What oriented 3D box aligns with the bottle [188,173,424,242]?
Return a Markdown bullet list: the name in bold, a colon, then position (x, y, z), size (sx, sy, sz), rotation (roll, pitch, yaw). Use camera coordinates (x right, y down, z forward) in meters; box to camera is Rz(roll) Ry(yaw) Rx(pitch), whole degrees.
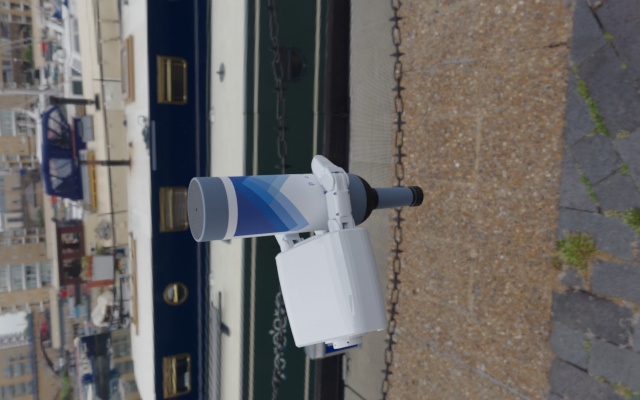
- **bottle**: position (0.000, 0.002, 0.561), size (0.296, 0.069, 0.069), rotation (-3, 2, -29)
